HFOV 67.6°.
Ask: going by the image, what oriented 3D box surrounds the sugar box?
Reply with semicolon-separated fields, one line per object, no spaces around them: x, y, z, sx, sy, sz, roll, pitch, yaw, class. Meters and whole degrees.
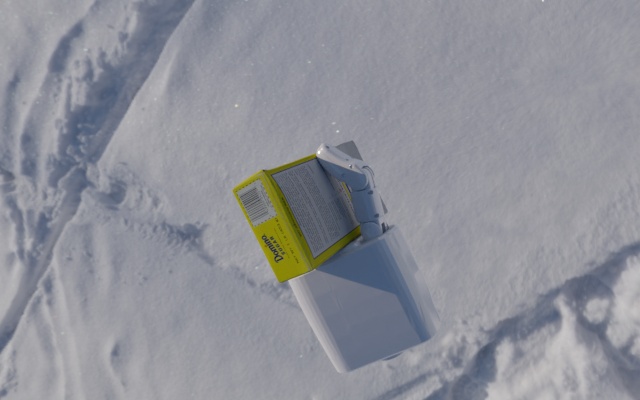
0.000;0.002;0.467;0.048;0.093;0.176;-26;1;30;sugar box
